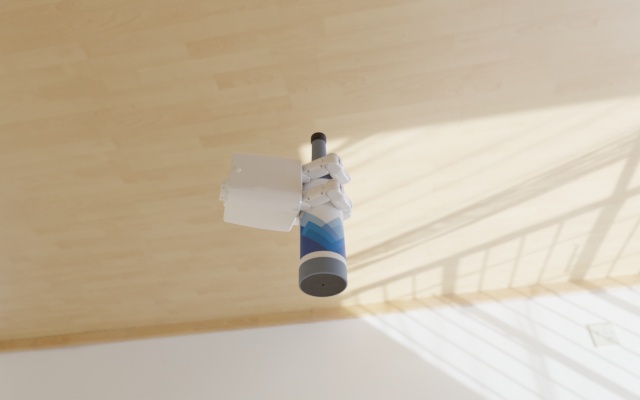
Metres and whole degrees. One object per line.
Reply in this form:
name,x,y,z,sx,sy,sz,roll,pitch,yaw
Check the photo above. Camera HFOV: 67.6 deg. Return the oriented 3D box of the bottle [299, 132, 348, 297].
bottle,0.000,0.003,0.737,0.069,0.295,0.069,-1,-40,-1
